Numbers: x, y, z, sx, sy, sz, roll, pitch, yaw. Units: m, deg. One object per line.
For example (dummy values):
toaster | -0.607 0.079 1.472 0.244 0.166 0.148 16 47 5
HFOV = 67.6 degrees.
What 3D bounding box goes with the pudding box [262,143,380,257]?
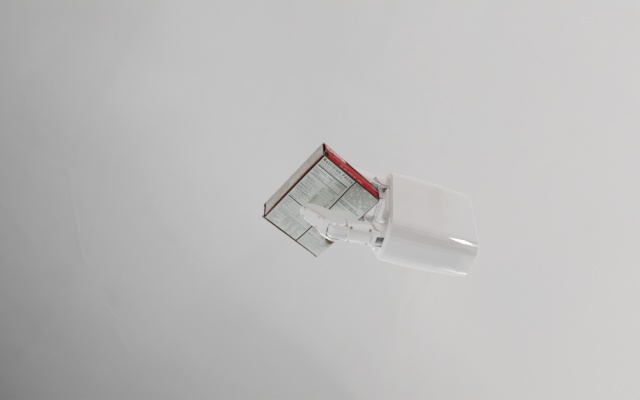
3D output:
pudding box | 0.000 0.002 0.567 0.090 0.113 0.039 39 19 -18
